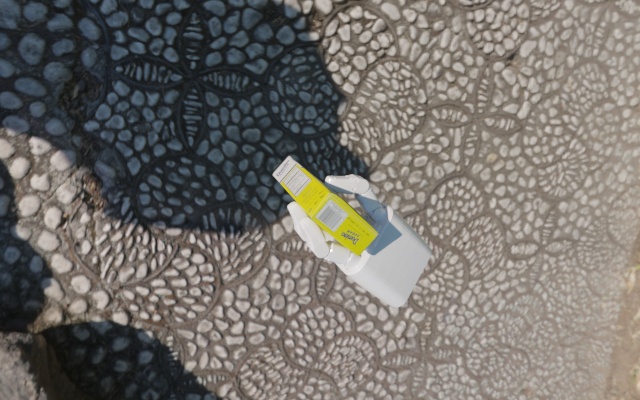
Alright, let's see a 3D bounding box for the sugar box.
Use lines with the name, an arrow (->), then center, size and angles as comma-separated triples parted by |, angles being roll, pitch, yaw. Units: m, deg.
sugar box -> 0.000, 0.003, 0.652 | 0.093, 0.048, 0.176 | 41, -1, -28
